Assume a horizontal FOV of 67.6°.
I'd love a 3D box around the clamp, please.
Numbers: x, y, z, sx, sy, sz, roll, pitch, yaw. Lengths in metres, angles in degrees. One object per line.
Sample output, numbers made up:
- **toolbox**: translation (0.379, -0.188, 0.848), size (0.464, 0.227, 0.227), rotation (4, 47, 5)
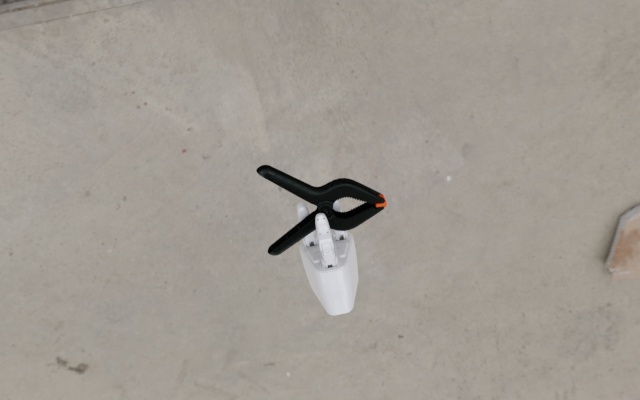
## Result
- **clamp**: translation (0.001, 0.003, 0.771), size (0.210, 0.165, 0.036), rotation (-11, 30, 1)
